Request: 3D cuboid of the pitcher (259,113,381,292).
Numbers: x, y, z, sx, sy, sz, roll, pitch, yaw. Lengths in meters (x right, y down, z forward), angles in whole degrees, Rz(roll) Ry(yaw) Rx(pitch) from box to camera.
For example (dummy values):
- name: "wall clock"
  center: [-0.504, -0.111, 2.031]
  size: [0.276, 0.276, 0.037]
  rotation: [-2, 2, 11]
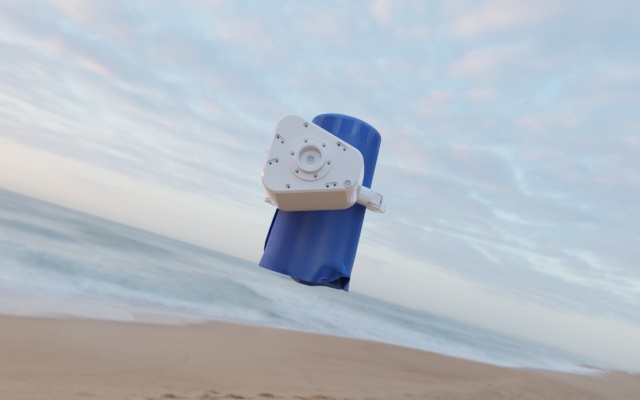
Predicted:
- name: "pitcher"
  center: [0.000, 0.002, 0.702]
  size: [0.149, 0.243, 0.145]
  rotation: [15, -8, 7]
